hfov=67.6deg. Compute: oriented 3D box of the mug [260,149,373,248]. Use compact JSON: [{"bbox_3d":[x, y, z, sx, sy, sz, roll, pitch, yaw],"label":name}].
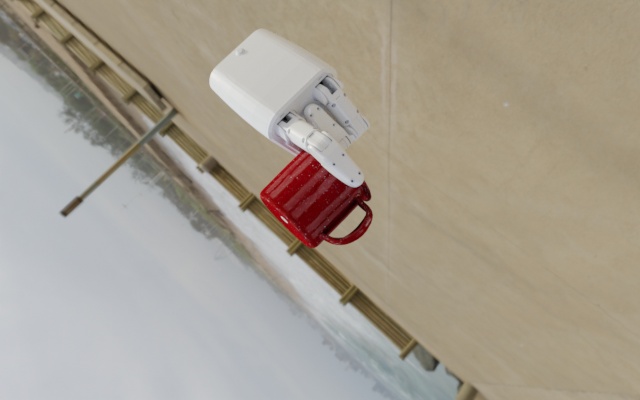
[{"bbox_3d":[0.001,0.003,0.490,0.117,0.081,0.093,40,-11,27],"label":"mug"}]
